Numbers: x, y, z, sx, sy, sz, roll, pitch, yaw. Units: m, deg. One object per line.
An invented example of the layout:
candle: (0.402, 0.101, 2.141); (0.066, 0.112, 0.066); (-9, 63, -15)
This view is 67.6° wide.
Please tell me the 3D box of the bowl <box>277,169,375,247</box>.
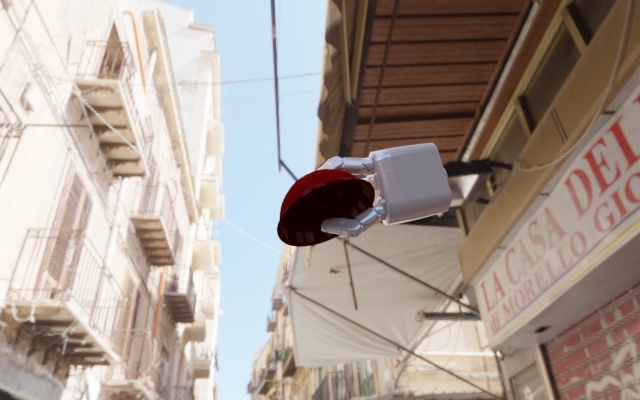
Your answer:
bowl: (-0.001, 0.002, 0.729); (0.162, 0.055, 0.162); (-20, -32, -13)
